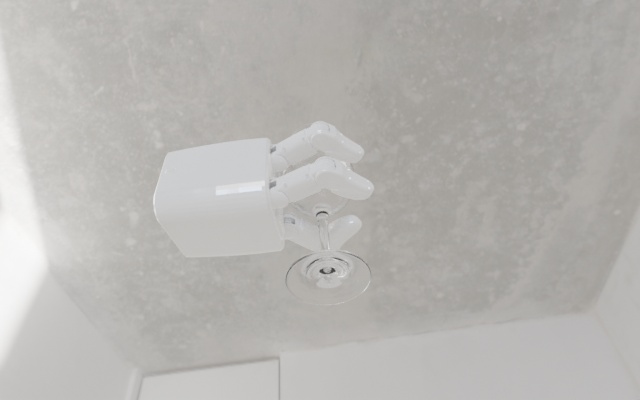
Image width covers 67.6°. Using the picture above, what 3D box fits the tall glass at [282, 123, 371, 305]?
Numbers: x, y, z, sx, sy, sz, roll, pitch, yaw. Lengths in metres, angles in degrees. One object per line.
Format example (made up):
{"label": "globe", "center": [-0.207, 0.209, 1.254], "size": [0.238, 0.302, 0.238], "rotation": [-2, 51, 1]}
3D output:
{"label": "tall glass", "center": [0.000, 0.002, 0.483], "size": [0.079, 0.079, 0.200], "rotation": [0, 42, -5]}
